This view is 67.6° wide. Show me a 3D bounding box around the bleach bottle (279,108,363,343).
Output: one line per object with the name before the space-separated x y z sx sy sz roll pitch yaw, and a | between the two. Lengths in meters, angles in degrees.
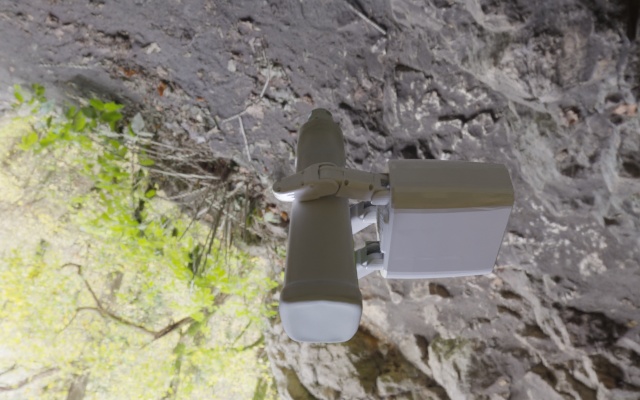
bleach bottle | 0.000 0.002 0.467 0.068 0.250 0.103 0 -35 0
